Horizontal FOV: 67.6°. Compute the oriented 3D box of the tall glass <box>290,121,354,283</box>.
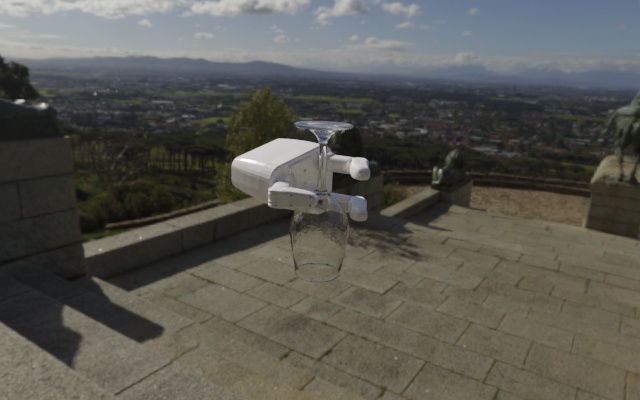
[{"bbox_3d":[0.000,0.001,0.617,0.079,0.201,0.079,2,16,-1],"label":"tall glass"}]
